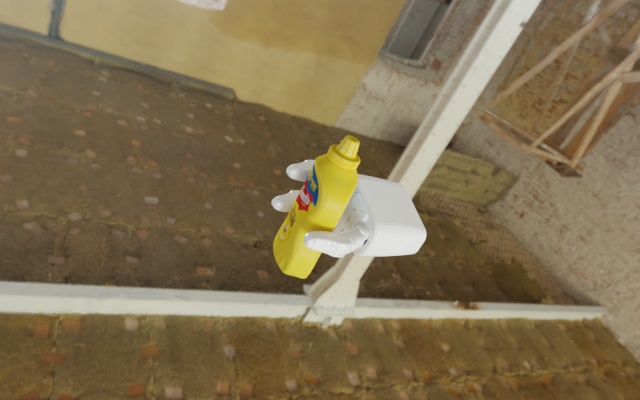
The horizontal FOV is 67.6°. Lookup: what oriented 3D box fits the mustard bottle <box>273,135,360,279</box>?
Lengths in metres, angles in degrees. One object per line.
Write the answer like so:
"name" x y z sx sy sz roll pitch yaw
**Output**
"mustard bottle" 0.000 0.002 0.615 0.058 0.192 0.096 19 28 -17
